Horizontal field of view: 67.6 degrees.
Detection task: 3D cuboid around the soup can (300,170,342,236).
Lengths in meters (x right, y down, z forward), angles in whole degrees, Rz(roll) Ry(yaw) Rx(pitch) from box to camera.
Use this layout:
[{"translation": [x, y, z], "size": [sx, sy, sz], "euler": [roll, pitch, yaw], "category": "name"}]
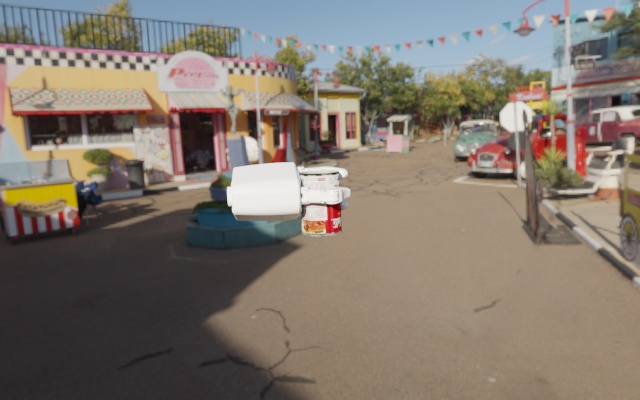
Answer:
[{"translation": [0.001, 0.002, 0.794], "size": [0.068, 0.102, 0.068], "euler": [-2, 8, 0], "category": "soup can"}]
